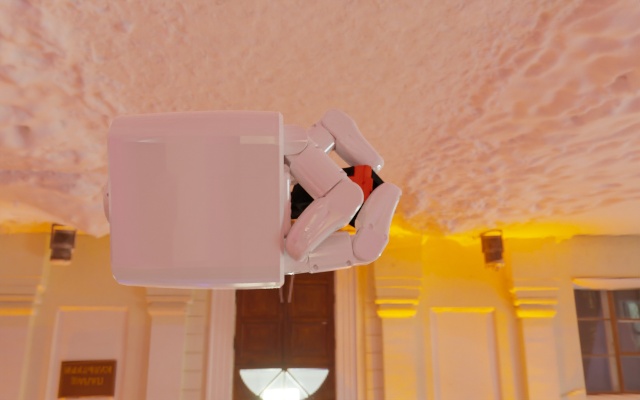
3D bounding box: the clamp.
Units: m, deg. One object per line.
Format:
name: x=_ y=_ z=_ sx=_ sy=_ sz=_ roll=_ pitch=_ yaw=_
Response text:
clamp: x=0.000 y=0.002 z=0.417 sx=0.120 sy=0.039 sz=0.171 roll=-2 pitch=-13 yaw=-5
